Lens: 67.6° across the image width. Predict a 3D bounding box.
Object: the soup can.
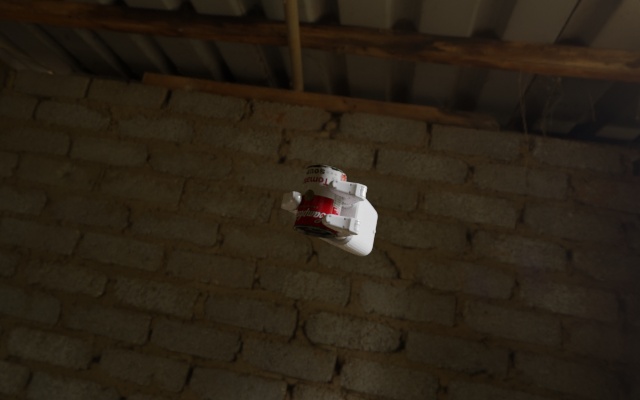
[{"bbox_3d":[0.000,0.002,0.759,0.068,0.102,0.068,11,-15,3],"label":"soup can"}]
